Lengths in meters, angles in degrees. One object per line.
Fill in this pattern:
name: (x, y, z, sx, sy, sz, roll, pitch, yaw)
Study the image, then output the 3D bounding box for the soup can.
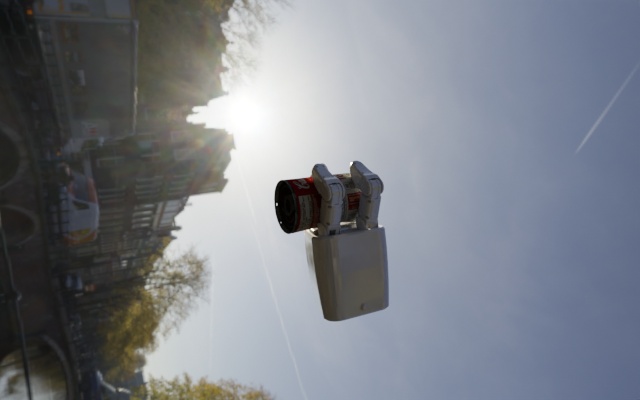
soup can: (0.000, 0.001, 0.614, 0.102, 0.068, 0.068, -8, 3, -26)
